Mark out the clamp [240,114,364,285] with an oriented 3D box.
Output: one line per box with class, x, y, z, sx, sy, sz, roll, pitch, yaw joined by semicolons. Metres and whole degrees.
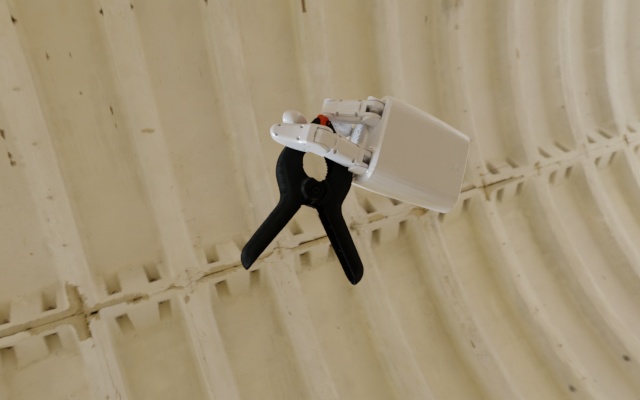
clamp;0.000;0.001;0.478;0.120;0.171;0.039;20;-15;-17
